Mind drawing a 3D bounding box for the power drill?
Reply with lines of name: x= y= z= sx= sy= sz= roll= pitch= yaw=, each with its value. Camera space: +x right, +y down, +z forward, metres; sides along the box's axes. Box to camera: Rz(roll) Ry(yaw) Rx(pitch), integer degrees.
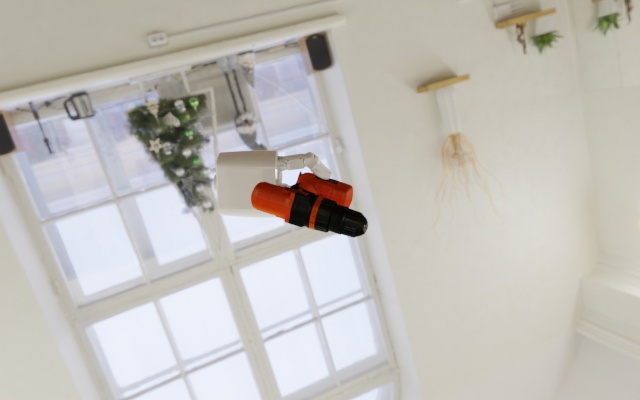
power drill: x=0.000 y=0.002 z=0.785 sx=0.184 sy=0.057 sz=0.187 roll=18 pitch=12 yaw=11
